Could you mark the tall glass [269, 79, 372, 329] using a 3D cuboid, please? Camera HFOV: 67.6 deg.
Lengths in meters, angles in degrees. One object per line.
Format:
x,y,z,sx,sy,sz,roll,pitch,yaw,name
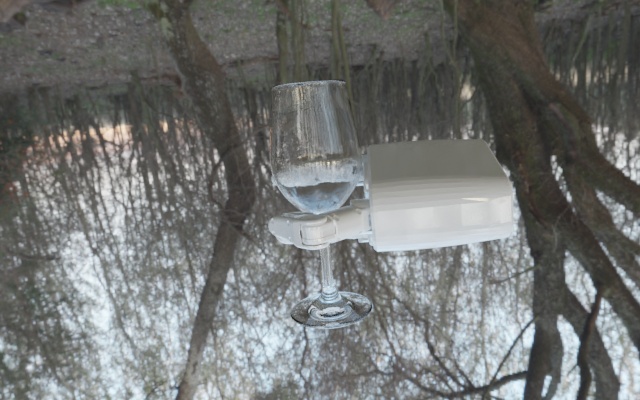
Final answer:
0.000,0.002,0.411,0.079,0.201,0.079,-6,11,1,tall glass
